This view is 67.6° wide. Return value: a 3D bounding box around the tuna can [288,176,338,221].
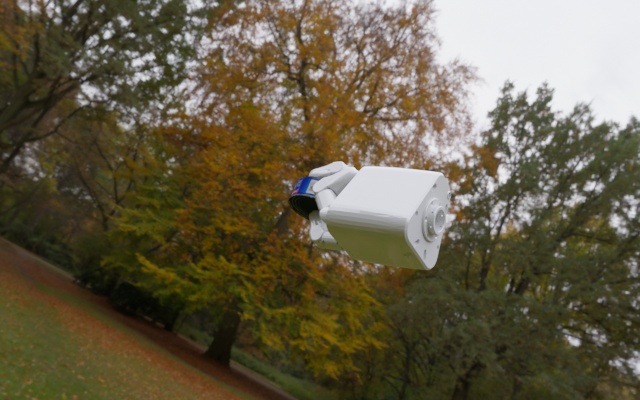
[{"bbox_3d":[0.000,0.002,0.677,0.086,0.033,0.086,19,-24,9],"label":"tuna can"}]
